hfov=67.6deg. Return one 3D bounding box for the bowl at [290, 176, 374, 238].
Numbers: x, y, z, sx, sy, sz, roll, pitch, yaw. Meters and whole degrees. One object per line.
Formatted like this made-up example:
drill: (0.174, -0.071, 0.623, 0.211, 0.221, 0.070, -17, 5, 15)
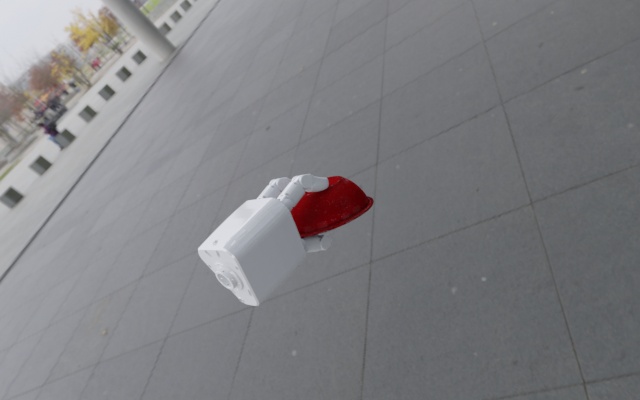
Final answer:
bowl: (0.001, 0.002, 0.761, 0.162, 0.055, 0.162, -19, 12, 4)
